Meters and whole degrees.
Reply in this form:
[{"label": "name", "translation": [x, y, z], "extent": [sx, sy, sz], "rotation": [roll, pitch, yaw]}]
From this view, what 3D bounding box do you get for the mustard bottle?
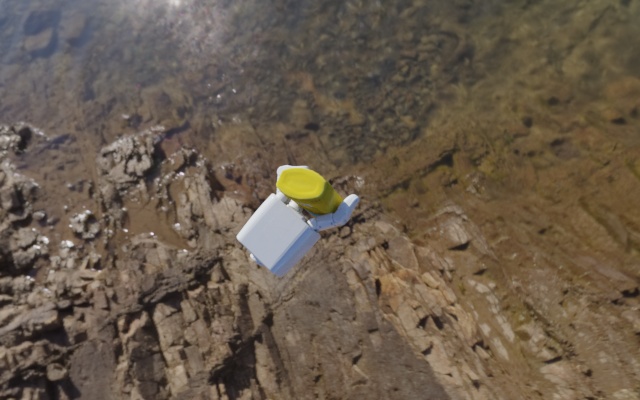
[{"label": "mustard bottle", "translation": [0.000, 0.003, 0.882], "extent": [0.096, 0.058, 0.192], "rotation": [14, -14, 26]}]
